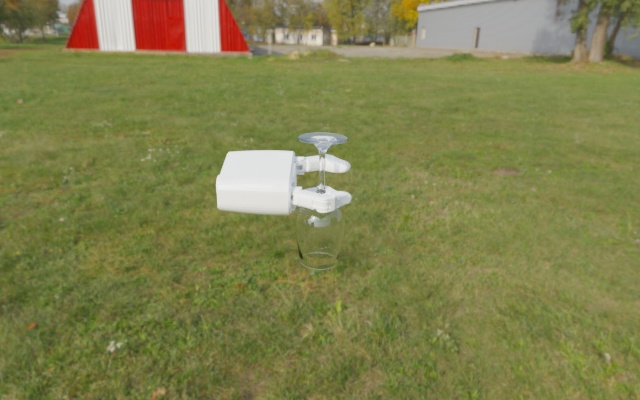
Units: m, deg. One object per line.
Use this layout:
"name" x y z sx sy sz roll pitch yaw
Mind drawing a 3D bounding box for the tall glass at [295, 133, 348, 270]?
"tall glass" 0.000 0.002 0.729 0.079 0.201 0.079 1 19 -1
